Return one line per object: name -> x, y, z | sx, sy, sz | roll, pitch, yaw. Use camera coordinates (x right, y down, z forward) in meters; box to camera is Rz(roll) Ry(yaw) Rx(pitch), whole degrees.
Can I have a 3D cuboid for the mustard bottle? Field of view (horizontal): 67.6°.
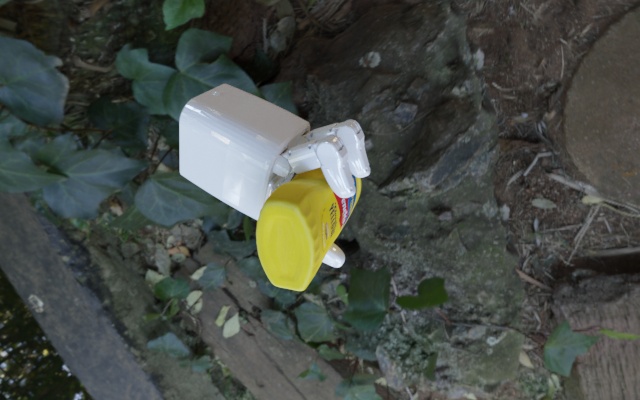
mustard bottle -> 0.000, 0.002, 0.498 | 0.058, 0.096, 0.191 | 6, 29, 19
